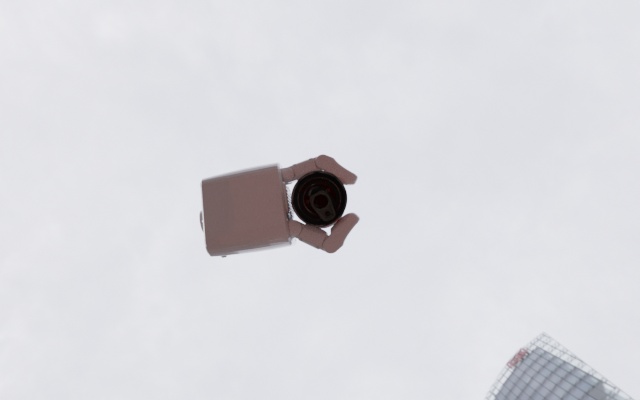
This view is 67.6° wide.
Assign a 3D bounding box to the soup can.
[{"bbox_3d":[0.001,0.002,0.620,0.068,0.068,0.102,0,-5,2],"label":"soup can"}]
